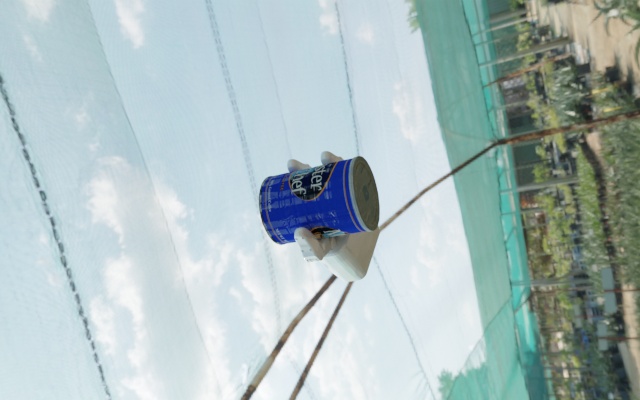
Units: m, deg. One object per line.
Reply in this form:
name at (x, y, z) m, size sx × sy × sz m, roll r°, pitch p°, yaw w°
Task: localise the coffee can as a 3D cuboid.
coffee can at (0.000, 0.002, 0.666) m, size 0.140 × 0.103 × 0.103 m, roll -11°, pitch -4°, yaw 23°
